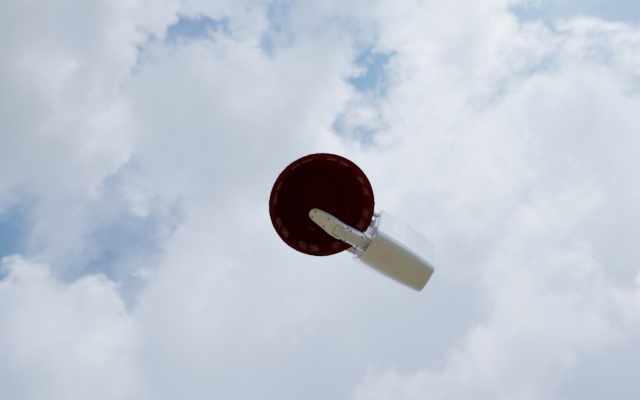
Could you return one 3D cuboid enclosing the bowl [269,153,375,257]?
[{"bbox_3d":[-0.001,0.001,0.743,0.162,0.162,0.055,0,14,-6],"label":"bowl"}]
